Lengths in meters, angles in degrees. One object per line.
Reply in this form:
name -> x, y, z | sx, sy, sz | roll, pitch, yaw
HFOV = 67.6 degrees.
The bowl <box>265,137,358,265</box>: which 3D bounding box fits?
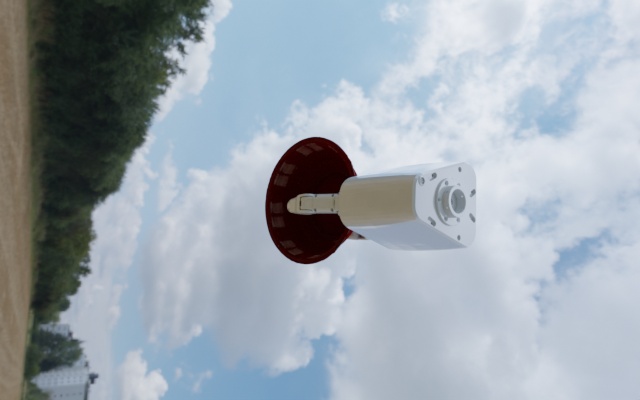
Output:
bowl -> -0.001, 0.002, 0.620 | 0.162, 0.162, 0.055 | 0, -6, 43
